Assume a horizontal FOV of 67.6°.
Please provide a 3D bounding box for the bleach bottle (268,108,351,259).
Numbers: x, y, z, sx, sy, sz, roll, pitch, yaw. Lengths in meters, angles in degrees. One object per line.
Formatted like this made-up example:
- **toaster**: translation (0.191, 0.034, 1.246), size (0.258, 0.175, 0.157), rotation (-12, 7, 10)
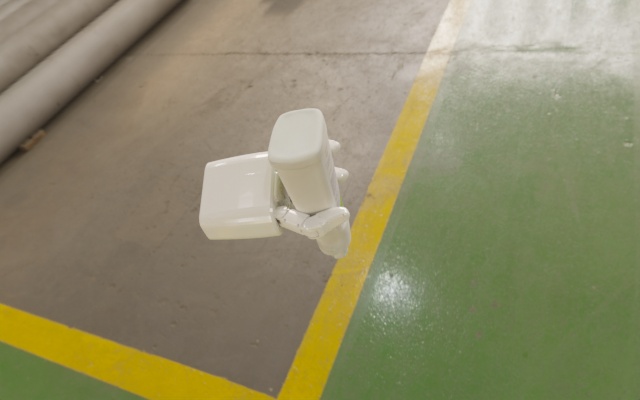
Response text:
- **bleach bottle**: translation (0.000, 0.002, 0.656), size (0.068, 0.102, 0.251), rotation (-6, -44, 13)
